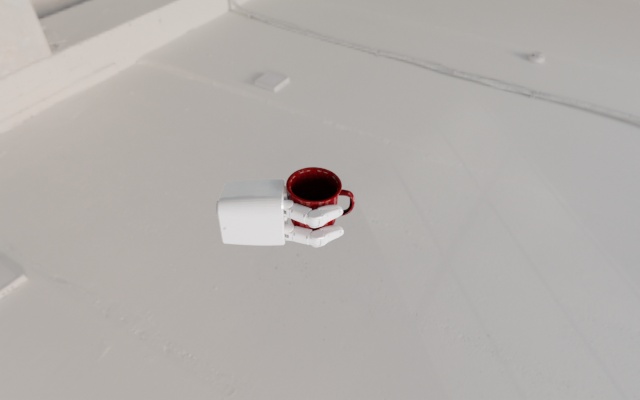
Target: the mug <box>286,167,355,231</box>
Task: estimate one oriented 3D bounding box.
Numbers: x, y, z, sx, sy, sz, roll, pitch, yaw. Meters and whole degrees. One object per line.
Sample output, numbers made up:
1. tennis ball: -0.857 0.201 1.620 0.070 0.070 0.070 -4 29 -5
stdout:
1. mug: 0.002 0.003 0.821 0.117 0.082 0.093 1 42 -1
